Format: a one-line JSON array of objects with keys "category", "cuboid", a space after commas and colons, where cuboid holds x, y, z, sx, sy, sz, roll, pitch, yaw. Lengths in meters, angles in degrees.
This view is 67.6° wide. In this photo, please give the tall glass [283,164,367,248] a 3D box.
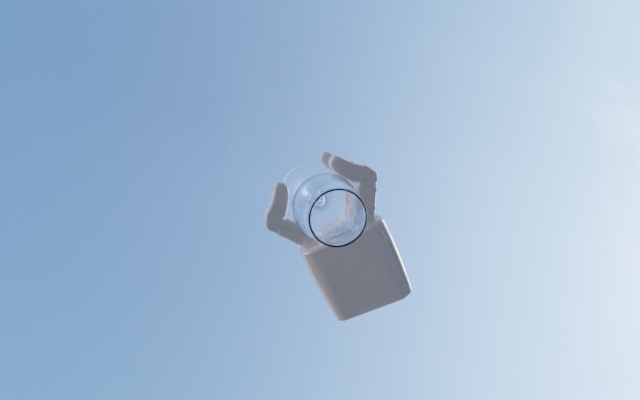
[{"category": "tall glass", "cuboid": [0.000, 0.002, 0.582, 0.079, 0.079, 0.201, 0, 9, -10]}]
